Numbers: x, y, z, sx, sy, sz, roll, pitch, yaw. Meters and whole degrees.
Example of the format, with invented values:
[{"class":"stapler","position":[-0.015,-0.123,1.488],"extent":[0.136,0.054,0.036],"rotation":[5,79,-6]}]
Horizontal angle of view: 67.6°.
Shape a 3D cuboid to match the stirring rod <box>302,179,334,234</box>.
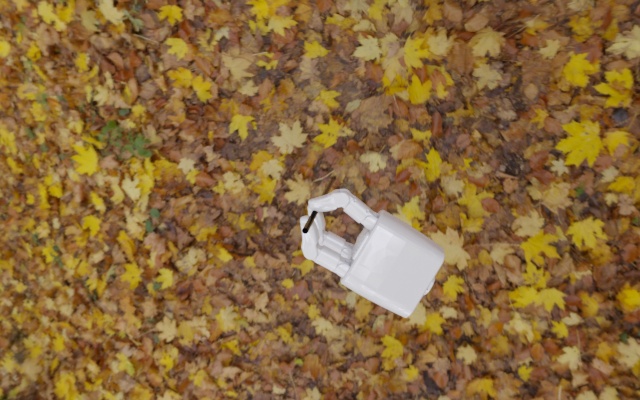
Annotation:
[{"class":"stirring rod","position":[0.000,0.002,0.711],"extent":[0.011,0.011,0.239],"rotation":[0,17,10]}]
